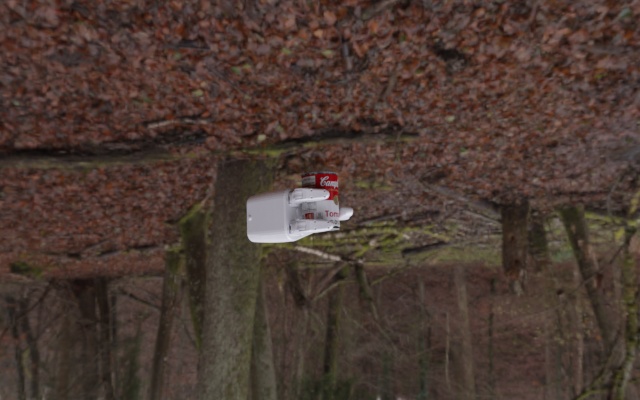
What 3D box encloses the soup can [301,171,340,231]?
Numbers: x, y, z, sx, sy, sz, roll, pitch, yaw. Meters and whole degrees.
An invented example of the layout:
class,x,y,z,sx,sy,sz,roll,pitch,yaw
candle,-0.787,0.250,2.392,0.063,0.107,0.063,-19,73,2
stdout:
class,x,y,z,sx,sy,sz,roll,pitch,yaw
soup can,0.001,0.003,0.873,0.068,0.102,0.068,-2,-8,0
